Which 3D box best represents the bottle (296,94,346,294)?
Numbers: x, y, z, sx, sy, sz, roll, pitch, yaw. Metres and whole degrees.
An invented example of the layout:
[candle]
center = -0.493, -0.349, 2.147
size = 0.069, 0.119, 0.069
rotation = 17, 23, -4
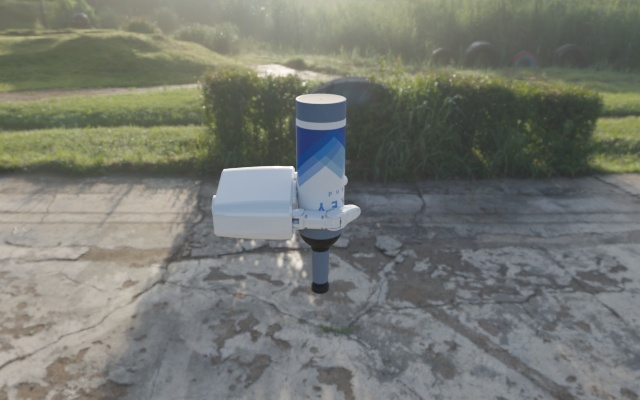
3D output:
[bottle]
center = 0.000, 0.002, 0.682
size = 0.069, 0.296, 0.069
rotation = 0, 23, 0
